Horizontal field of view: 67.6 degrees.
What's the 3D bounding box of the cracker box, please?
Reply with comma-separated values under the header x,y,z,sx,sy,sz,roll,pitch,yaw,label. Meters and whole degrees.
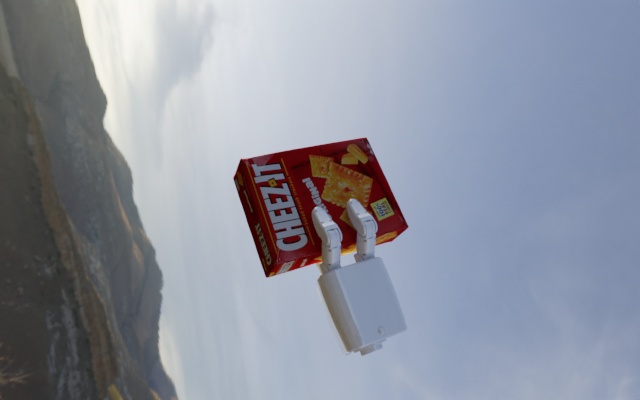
x,y,z,sx,sy,sz,roll,pitch,yaw,label
0.000,0.002,0.706,0.213,0.164,0.072,-13,-20,-25,cracker box
